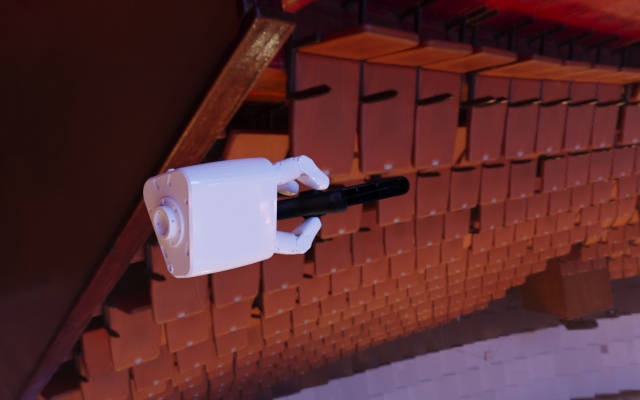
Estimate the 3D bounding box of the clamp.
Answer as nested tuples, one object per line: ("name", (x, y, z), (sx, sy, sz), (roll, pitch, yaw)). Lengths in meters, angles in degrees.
("clamp", (0.000, 0.003, 0.613), (0.210, 0.036, 0.164), (-11, 0, 43))
